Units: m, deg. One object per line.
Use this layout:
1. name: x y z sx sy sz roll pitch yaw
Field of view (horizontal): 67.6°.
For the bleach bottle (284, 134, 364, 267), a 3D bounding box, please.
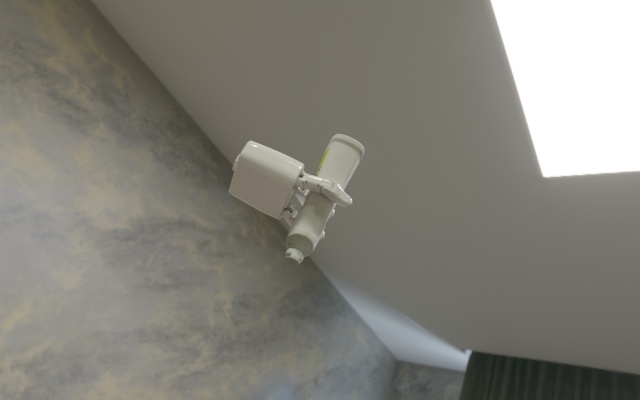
1. bleach bottle: 0.000 0.003 0.853 0.068 0.250 0.103 26 -32 0
